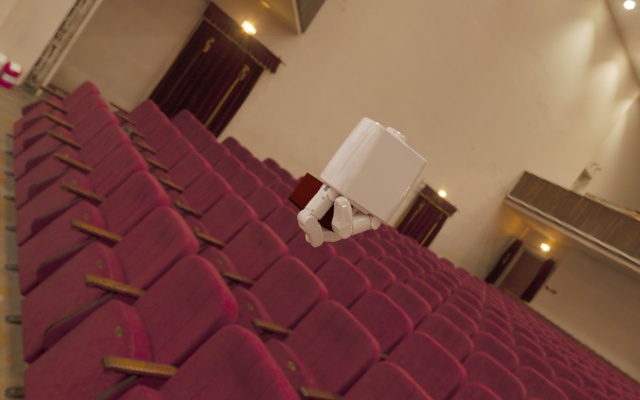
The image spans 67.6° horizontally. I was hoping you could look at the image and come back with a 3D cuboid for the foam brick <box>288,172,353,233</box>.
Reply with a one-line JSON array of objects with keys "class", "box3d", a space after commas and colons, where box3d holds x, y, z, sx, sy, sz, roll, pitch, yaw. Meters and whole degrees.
[{"class": "foam brick", "box3d": [0.000, 0.002, 0.713, 0.053, 0.051, 0.078, 30, 6, -40]}]
